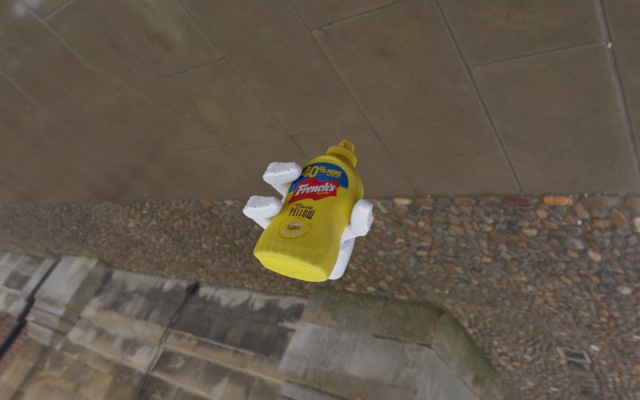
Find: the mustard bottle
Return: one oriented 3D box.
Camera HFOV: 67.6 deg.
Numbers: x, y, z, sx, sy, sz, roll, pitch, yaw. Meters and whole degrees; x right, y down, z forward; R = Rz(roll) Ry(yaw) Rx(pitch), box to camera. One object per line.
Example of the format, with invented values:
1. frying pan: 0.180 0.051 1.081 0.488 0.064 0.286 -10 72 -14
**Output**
1. mustard bottle: 0.000 0.002 0.589 0.096 0.191 0.058 7 -33 32
